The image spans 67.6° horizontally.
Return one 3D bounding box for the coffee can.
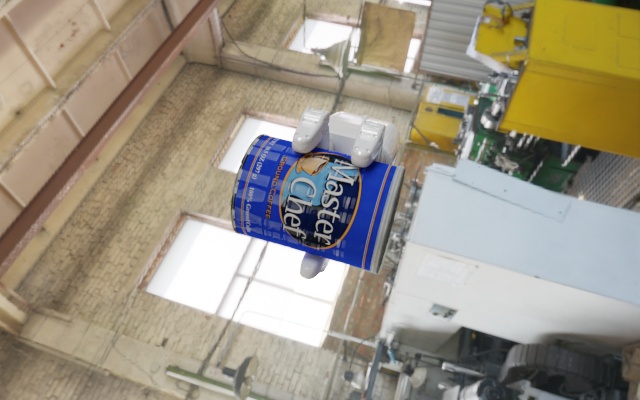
[{"bbox_3d":[0.000,0.002,0.456,0.140,0.103,0.103,15,3,11],"label":"coffee can"}]
